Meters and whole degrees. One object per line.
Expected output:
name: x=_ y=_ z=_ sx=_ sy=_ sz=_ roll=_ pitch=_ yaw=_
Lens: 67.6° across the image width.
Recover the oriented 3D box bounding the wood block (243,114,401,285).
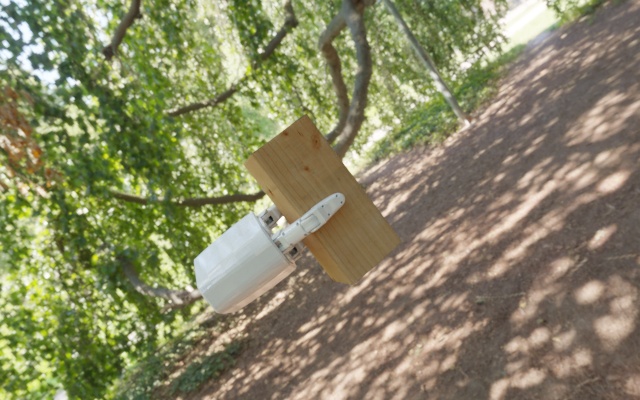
wood block: x=0.000 y=0.002 z=0.636 sx=0.090 sy=0.206 sz=0.091 roll=-39 pitch=6 yaw=-15
